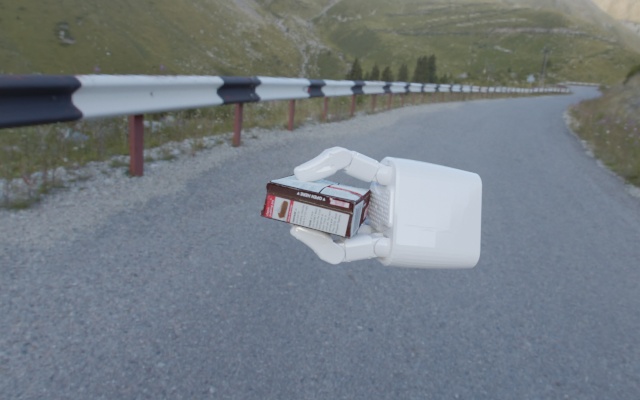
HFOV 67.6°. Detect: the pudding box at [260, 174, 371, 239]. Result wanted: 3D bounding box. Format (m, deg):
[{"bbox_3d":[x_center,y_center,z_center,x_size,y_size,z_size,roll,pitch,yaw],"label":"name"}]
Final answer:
[{"bbox_3d":[0.000,0.001,0.491,0.090,0.039,0.113,13,8,11],"label":"pudding box"}]
